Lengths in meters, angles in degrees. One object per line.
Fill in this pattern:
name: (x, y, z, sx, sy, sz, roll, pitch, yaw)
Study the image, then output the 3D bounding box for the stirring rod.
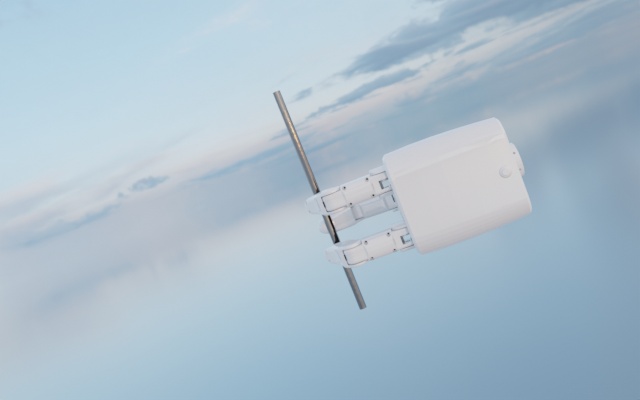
stirring rod: (0.000, 0.002, 0.492, 0.011, 0.239, 0.011, -22, 5, 2)
